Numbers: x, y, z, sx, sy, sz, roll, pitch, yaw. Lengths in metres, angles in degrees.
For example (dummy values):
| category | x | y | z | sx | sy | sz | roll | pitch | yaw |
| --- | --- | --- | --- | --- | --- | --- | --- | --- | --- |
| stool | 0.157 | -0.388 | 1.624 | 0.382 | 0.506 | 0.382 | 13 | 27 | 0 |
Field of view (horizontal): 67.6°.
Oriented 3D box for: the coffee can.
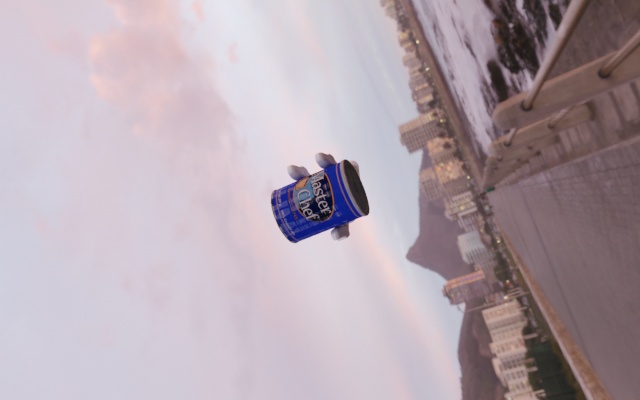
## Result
| category | x | y | z | sx | sy | sz | roll | pitch | yaw |
| --- | --- | --- | --- | --- | --- | --- | --- | --- | --- |
| coffee can | 0.000 | 0.003 | 0.824 | 0.140 | 0.103 | 0.103 | -23 | -7 | 17 |
